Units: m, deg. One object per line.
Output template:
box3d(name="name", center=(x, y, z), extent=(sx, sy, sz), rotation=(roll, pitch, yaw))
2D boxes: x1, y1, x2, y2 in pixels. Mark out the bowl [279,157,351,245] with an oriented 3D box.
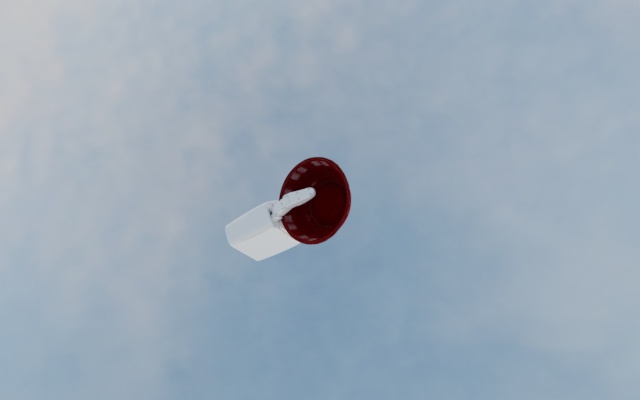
box3d(name="bowl", center=(0.001, 0.003, 0.886), extent=(0.162, 0.162, 0.055), rotation=(0, -7, 37))
